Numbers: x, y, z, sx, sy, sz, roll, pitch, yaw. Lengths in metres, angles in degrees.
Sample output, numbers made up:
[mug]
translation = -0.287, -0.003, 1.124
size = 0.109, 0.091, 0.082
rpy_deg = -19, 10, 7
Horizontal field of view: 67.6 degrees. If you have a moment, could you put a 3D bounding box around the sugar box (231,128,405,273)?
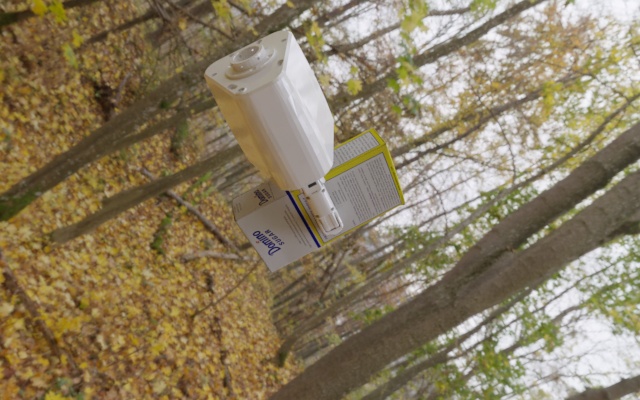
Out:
[sugar box]
translation = 0.000, 0.001, 0.531
size = 0.176, 0.093, 0.048
rpy_deg = -25, 39, 2
